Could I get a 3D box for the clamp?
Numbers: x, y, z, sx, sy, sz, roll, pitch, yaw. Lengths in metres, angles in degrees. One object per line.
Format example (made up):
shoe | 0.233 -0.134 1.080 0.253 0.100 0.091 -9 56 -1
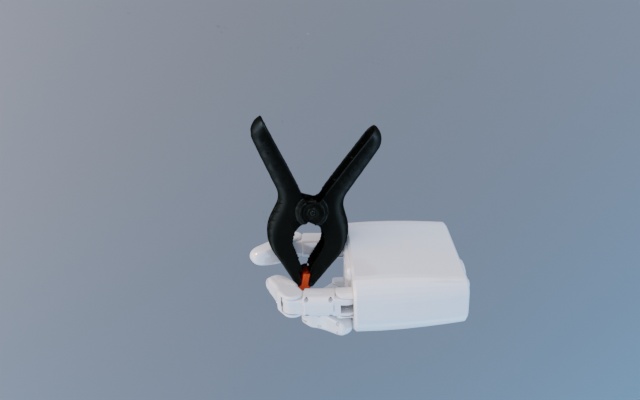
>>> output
clamp | 0.000 0.002 0.457 0.120 0.171 0.039 -3 19 -1
